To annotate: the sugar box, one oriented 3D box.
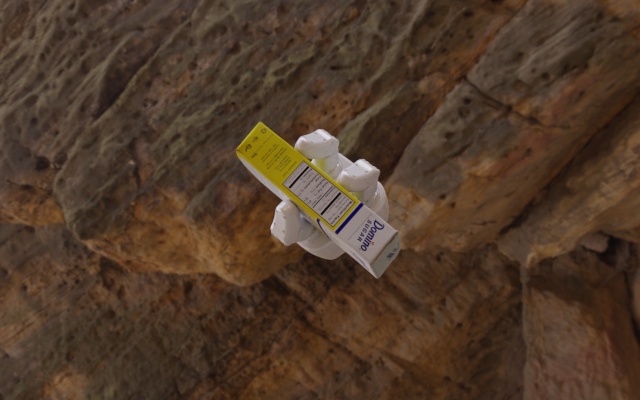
[{"bbox_3d":[0.000,0.001,0.479,0.176,0.048,0.093,37,-7,18],"label":"sugar box"}]
